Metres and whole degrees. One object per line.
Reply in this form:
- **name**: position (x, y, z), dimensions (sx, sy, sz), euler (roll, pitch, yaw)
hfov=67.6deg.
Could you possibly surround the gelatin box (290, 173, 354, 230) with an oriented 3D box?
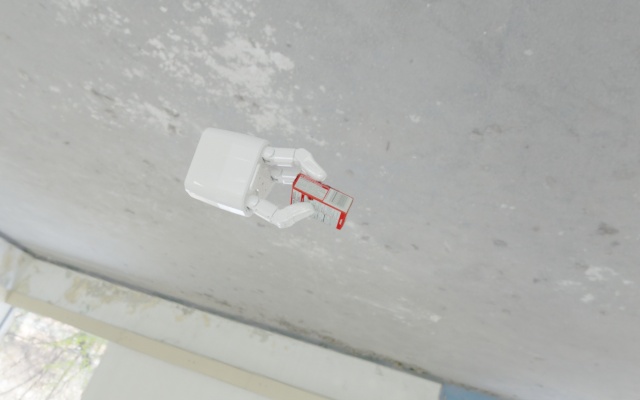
- **gelatin box**: position (0.000, 0.003, 0.704), dimensions (0.089, 0.030, 0.073), euler (26, -23, 6)
